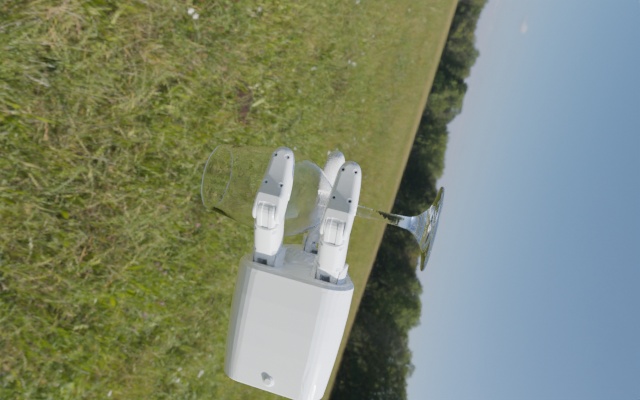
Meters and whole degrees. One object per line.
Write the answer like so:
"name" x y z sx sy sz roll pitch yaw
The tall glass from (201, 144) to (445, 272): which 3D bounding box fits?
"tall glass" 0.001 0.001 0.421 0.201 0.079 0.079 14 2 10
